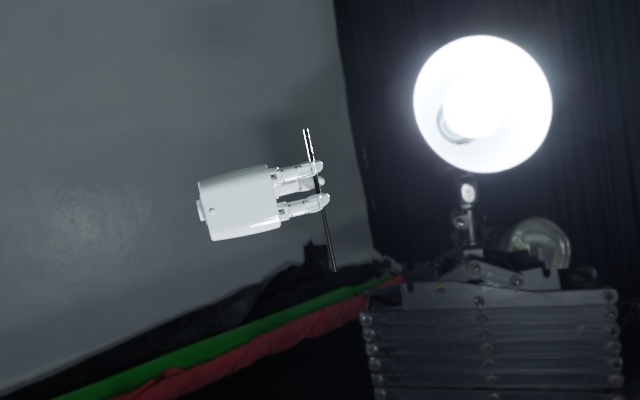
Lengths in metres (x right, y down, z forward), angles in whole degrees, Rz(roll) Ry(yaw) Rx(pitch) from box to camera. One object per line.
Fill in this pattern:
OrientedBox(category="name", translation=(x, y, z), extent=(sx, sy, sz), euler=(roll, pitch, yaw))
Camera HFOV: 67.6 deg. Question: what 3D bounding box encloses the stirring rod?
OrientedBox(category="stirring rod", translation=(0.000, 0.002, 0.784), extent=(0.011, 0.239, 0.011), euler=(-12, 8, 2))
